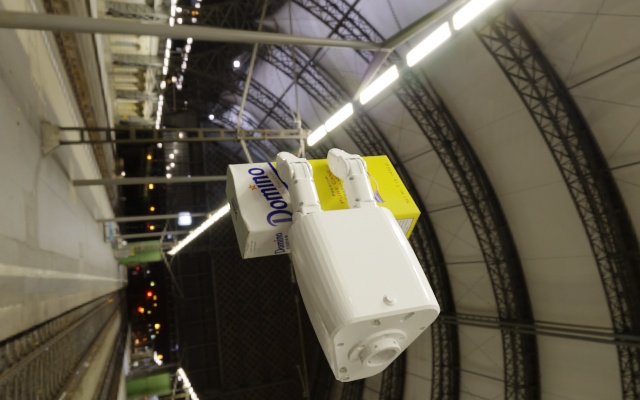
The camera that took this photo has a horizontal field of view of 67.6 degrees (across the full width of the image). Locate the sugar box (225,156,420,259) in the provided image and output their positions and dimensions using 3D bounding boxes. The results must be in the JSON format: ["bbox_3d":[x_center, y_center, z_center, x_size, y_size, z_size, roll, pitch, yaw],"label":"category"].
[{"bbox_3d":[0.000,0.001,0.482,0.176,0.048,0.093,-4,46,-22],"label":"sugar box"}]
